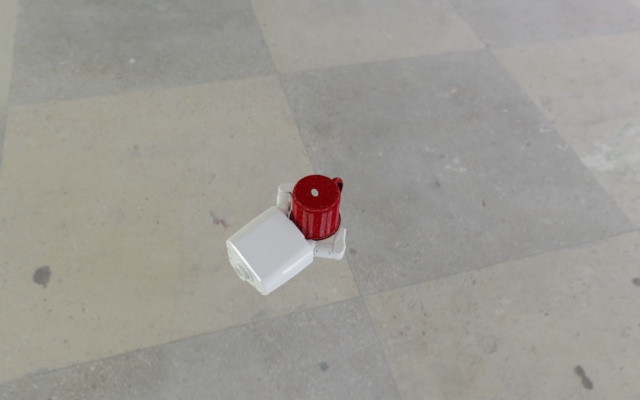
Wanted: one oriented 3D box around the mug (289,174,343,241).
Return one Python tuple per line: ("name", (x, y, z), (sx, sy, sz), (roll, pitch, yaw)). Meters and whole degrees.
("mug", (0.001, 0.002, 0.828), (0.093, 0.082, 0.117), (38, 61, 22))
